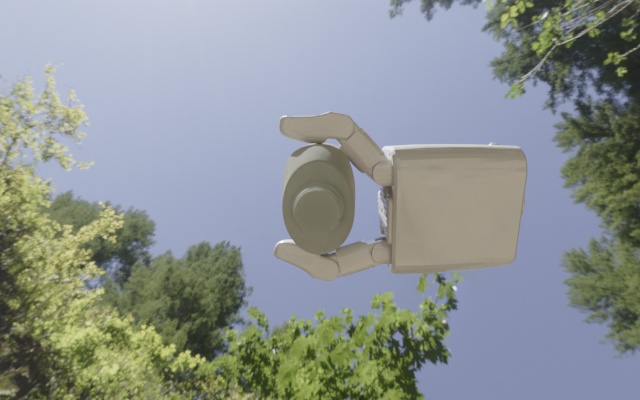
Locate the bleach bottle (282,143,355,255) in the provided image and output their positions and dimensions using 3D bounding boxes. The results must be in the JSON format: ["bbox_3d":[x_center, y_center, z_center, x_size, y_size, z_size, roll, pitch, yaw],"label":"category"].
[{"bbox_3d":[0.000,0.001,0.417,0.068,0.102,0.251,-2,7,1],"label":"bleach bottle"}]
